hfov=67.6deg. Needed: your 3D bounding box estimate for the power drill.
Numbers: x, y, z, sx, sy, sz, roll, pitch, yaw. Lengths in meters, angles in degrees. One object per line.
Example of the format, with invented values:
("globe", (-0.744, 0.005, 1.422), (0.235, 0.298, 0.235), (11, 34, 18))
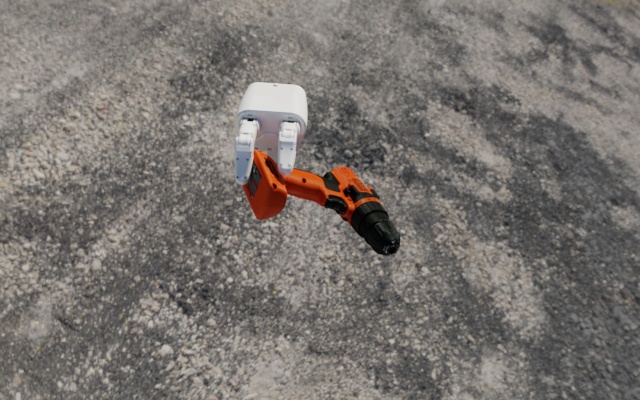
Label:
("power drill", (0.000, 0.002, 0.631), (0.188, 0.057, 0.184), (12, 25, -31))
